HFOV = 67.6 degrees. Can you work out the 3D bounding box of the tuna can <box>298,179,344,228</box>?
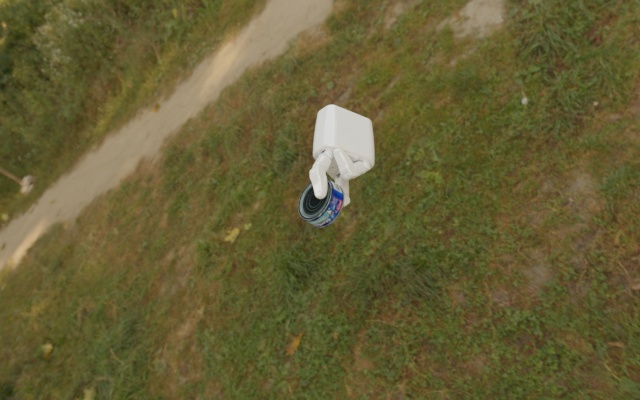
[{"bbox_3d":[0.000,0.003,0.853,0.034,0.086,0.086,29,-19,-39],"label":"tuna can"}]
